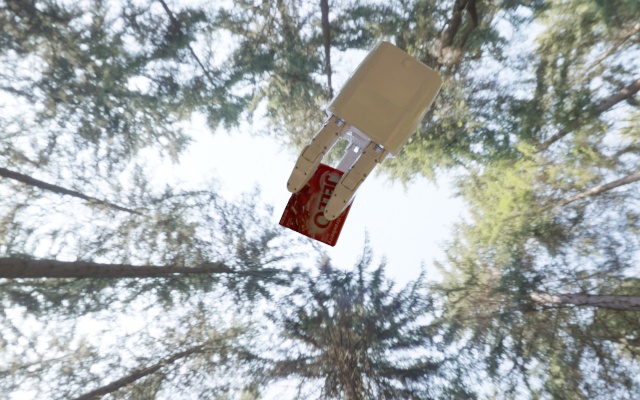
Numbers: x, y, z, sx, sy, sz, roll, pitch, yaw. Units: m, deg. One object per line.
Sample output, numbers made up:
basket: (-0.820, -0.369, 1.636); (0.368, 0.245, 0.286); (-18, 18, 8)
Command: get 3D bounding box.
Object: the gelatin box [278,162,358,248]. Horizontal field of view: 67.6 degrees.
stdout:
gelatin box: (0.000, 0.002, 0.573); (0.073, 0.089, 0.030); (22, 1, 8)
